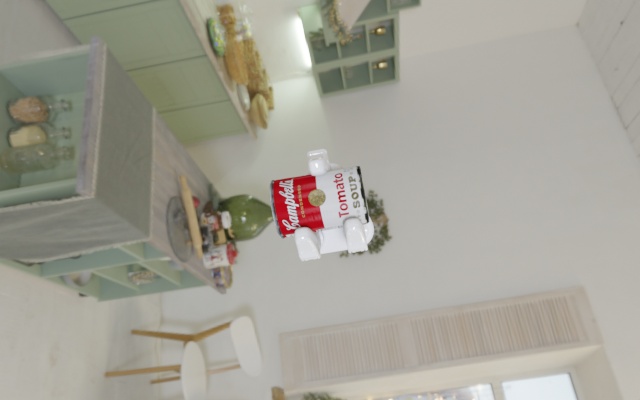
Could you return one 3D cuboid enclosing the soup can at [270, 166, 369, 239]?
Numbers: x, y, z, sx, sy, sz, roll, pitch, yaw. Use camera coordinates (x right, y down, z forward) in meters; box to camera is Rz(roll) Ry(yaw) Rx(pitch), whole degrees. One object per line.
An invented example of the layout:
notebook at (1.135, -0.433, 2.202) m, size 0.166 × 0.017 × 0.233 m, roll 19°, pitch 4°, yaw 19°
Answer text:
soup can at (0.000, 0.002, 0.540) m, size 0.102 × 0.068 × 0.068 m, roll -10°, pitch -1°, yaw 5°
